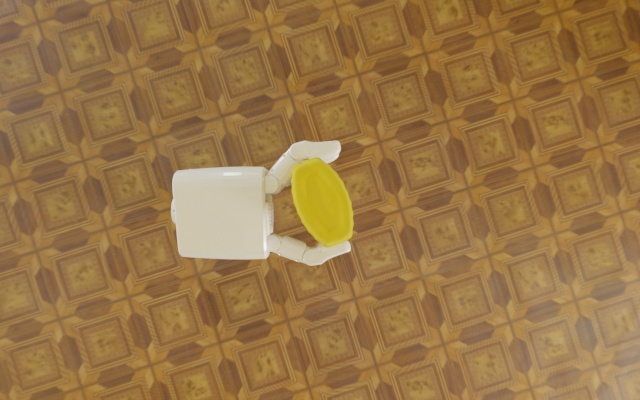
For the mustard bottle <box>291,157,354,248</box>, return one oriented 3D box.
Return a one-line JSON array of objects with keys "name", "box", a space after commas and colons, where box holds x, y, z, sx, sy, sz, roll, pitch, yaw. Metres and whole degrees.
[{"name": "mustard bottle", "box": [0.000, 0.002, 0.593, 0.058, 0.096, 0.191, -25, 1, -1]}]
